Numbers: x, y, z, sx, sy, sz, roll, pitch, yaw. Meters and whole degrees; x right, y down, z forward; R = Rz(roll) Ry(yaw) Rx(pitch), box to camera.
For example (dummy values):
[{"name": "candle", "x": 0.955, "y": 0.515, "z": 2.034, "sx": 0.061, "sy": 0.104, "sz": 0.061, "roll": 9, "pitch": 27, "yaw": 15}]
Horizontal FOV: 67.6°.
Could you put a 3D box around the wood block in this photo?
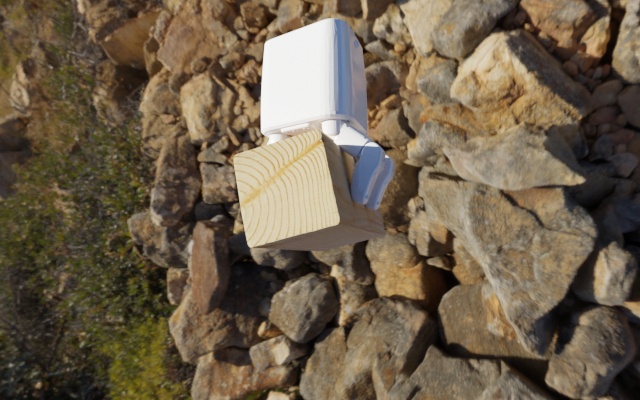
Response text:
[{"name": "wood block", "x": 0.000, "y": 0.001, "z": 0.519, "sx": 0.091, "sy": 0.090, "sz": 0.206, "roll": -15, "pitch": -11, "yaw": 17}]
